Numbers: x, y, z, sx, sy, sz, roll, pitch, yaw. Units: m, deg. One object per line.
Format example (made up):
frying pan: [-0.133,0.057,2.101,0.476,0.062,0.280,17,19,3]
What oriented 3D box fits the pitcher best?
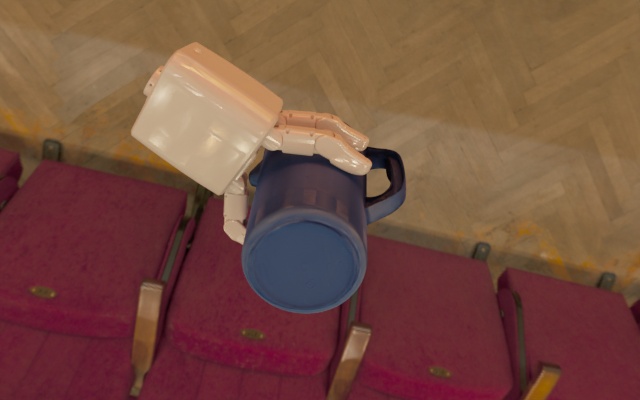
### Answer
pitcher: [0.000,0.002,0.504,0.145,0.149,0.242,34,22,-14]
